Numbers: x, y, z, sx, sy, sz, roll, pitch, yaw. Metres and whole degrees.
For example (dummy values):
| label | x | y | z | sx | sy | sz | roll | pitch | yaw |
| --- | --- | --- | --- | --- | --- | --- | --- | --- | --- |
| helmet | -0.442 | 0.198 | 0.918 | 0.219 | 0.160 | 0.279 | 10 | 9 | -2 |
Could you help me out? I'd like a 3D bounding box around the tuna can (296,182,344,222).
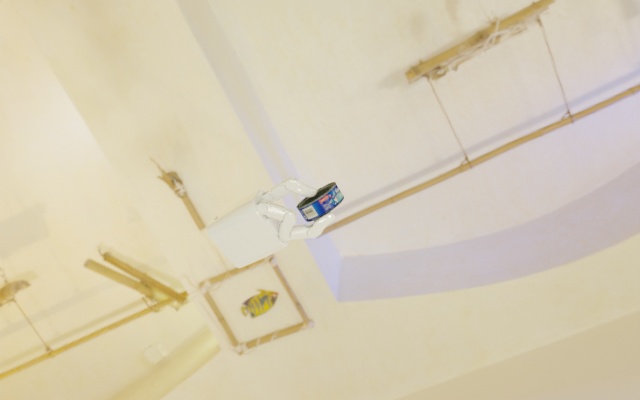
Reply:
| label | x | y | z | sx | sy | sz | roll | pitch | yaw |
| --- | --- | --- | --- | --- | --- | --- | --- | --- | --- |
| tuna can | 0.000 | 0.003 | 0.877 | 0.086 | 0.034 | 0.086 | -32 | 10 | 6 |
